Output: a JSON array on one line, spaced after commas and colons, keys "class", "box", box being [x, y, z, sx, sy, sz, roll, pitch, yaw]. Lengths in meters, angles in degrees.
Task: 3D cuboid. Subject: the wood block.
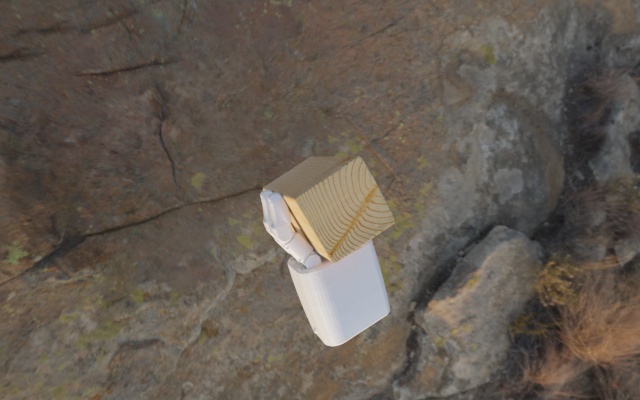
[{"class": "wood block", "box": [0.001, 0.002, 0.623, 0.091, 0.090, 0.206, -33, 13, -12]}]
